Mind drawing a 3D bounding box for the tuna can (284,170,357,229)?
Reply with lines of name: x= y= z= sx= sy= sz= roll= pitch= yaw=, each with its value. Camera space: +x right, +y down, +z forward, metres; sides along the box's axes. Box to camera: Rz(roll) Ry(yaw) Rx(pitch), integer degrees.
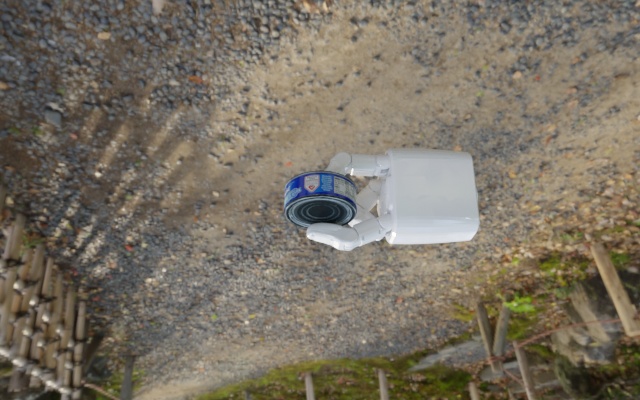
tuna can: x=0.000 y=0.002 z=0.558 sx=0.086 sy=0.033 sz=0.086 roll=0 pitch=-30 yaw=0
